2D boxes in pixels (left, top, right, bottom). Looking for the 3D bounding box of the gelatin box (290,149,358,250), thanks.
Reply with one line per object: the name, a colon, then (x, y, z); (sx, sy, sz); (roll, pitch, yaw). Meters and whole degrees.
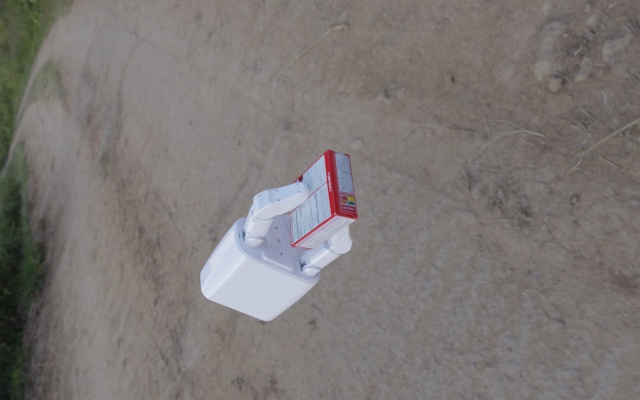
gelatin box: (0.000, 0.001, 0.494); (0.030, 0.073, 0.089); (11, -32, -30)
